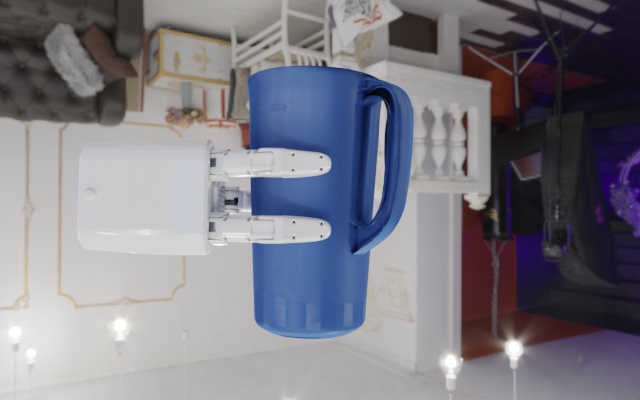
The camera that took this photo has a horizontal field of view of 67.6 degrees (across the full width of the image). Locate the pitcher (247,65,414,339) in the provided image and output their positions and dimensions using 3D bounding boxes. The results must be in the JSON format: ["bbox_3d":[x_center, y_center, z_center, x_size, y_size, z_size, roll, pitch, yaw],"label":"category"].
[{"bbox_3d":[0.000,0.001,0.457,0.145,0.243,0.149,1,-1,-5],"label":"pitcher"}]
